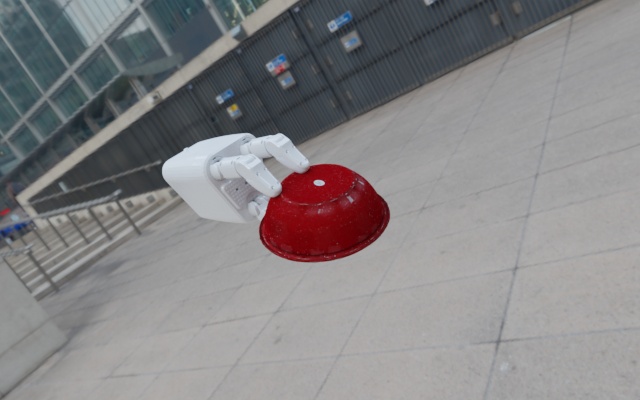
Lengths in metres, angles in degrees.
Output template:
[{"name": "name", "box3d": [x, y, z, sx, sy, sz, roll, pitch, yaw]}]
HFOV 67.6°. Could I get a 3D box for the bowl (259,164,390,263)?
[{"name": "bowl", "box3d": [0.001, 0.002, 0.570, 0.162, 0.055, 0.162, -7, 32, 5]}]
